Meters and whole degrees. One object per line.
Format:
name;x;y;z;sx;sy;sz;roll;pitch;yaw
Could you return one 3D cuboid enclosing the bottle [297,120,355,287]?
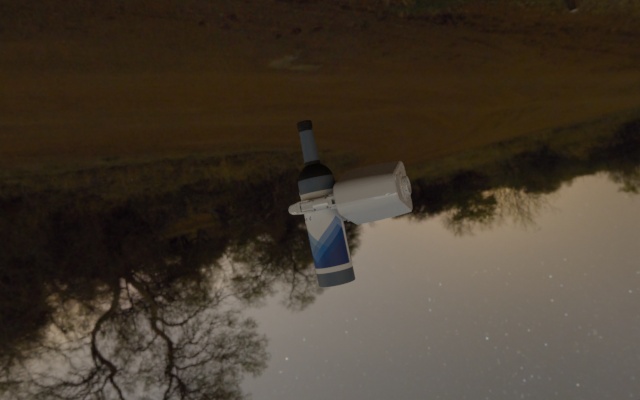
bottle;0.000;0.003;0.855;0.069;0.295;0.069;-12;-1;0
